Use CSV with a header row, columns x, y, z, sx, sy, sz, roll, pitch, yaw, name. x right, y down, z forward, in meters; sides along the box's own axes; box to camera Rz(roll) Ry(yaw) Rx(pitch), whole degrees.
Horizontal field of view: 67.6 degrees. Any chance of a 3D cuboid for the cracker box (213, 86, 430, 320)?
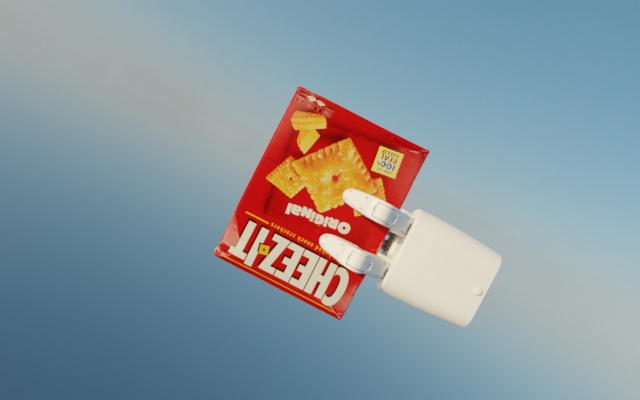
x,y,z,sx,sy,sz,roll,pitch,yaw,name
0.000,0.002,0.549,0.164,0.213,0.072,27,2,0,cracker box
